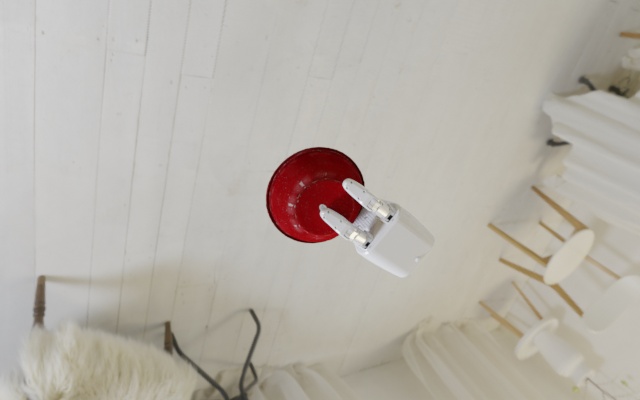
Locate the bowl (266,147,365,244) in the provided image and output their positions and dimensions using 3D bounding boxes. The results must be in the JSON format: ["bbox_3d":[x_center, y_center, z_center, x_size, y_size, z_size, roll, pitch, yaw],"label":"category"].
[{"bbox_3d":[-0.001,0.002,0.729,0.162,0.162,0.055,0,20,-15],"label":"bowl"}]
